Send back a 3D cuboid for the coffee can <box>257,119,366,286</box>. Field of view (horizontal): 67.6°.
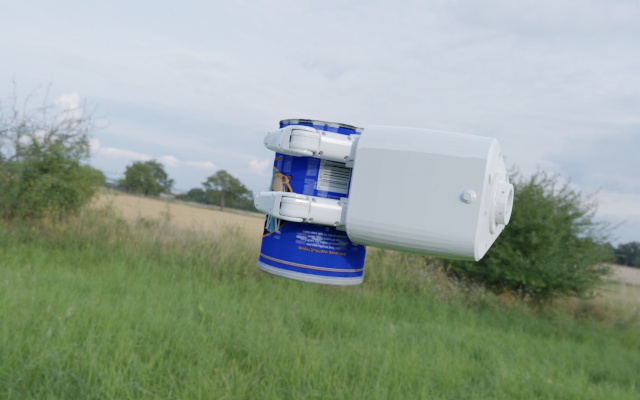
[{"bbox_3d":[0.000,0.002,0.460,0.103,0.140,0.103,9,0,0],"label":"coffee can"}]
